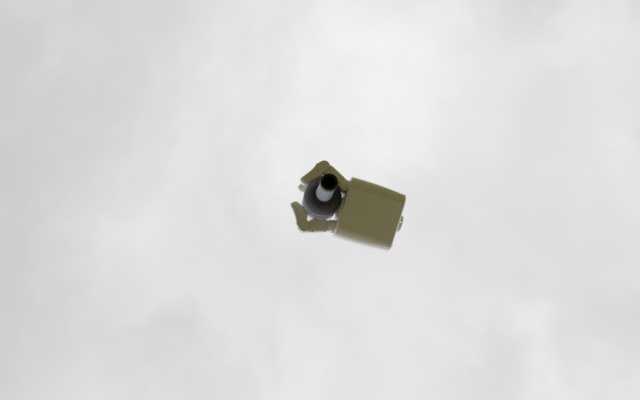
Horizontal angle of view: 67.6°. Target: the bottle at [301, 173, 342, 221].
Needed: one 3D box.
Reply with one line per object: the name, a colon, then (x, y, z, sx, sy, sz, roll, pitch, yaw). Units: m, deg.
bottle: (0.000, 0.003, 0.861, 0.069, 0.069, 0.296, 0, -12, -5)
